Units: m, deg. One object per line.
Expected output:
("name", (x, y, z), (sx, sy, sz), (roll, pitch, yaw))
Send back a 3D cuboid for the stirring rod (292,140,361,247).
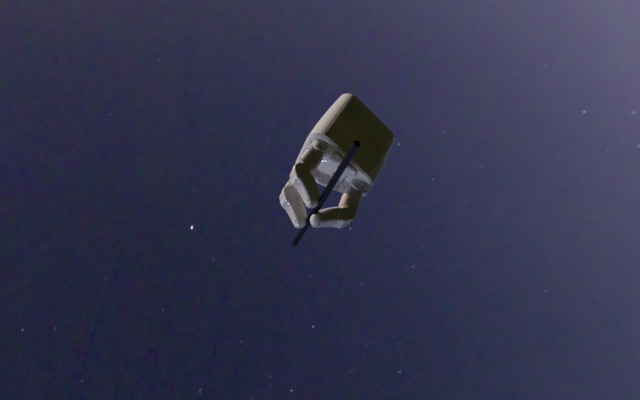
("stirring rod", (0.000, 0.002, 0.588), (0.011, 0.011, 0.240), (0, -30, -21))
